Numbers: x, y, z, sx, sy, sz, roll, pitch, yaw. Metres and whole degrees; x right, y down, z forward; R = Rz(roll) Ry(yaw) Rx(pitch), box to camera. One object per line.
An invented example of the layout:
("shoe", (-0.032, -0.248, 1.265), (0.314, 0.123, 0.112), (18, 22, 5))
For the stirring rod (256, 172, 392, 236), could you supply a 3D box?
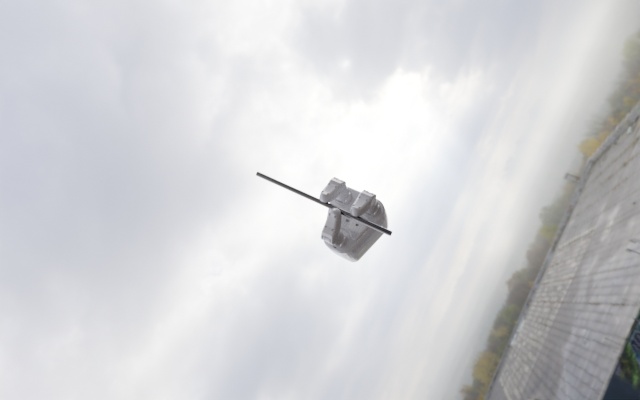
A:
("stirring rod", (0.000, 0.003, 0.738), (0.239, 0.011, 0.011), (24, 9, 20))
